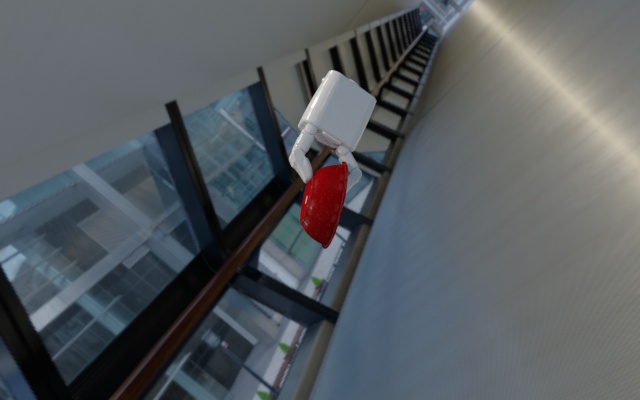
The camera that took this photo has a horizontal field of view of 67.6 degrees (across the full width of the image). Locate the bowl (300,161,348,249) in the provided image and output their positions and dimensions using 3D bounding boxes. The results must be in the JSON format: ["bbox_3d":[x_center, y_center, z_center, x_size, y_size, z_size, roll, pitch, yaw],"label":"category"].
[{"bbox_3d":[-0.001,0.004,0.852,0.055,0.162,0.162,12,-2,-9],"label":"bowl"}]
